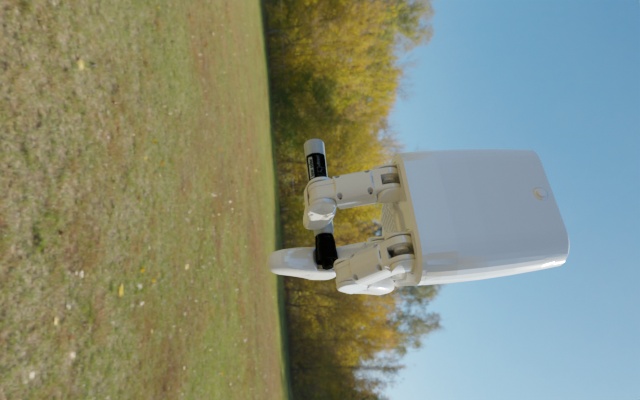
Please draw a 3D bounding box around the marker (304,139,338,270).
[{"bbox_3d":[0.000,0.001,0.414,0.020,0.121,0.020,-5,-27,-3],"label":"marker"}]
